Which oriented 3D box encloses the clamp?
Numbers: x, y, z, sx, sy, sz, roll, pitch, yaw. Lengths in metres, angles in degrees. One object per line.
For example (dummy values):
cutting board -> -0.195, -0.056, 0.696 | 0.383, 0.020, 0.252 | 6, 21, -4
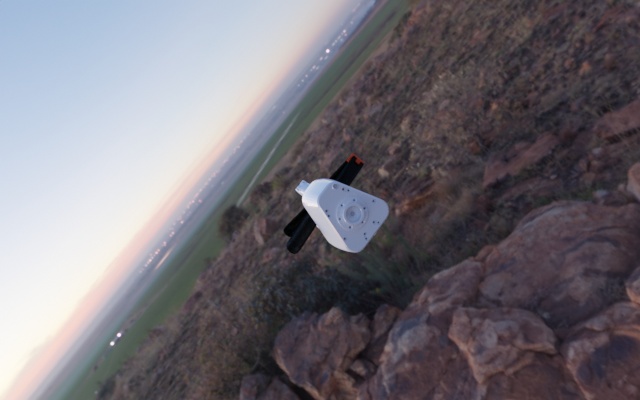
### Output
clamp -> 0.000, 0.002, 0.880 | 0.036, 0.210, 0.164 | 40, -6, -10
